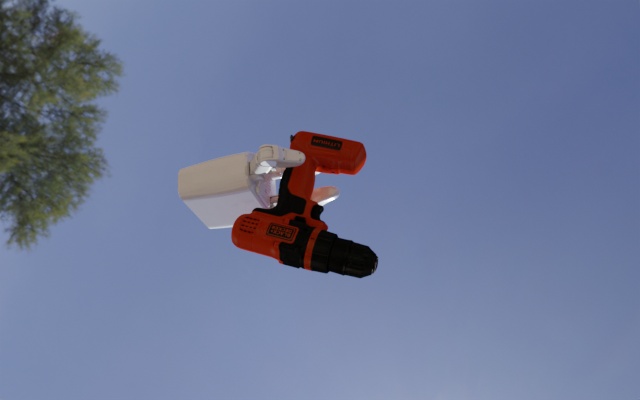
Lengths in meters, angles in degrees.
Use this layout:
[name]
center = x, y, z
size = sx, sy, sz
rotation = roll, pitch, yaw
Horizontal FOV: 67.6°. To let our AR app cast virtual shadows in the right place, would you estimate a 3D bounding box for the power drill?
[power drill]
center = 0.000, 0.002, 0.614
size = 0.184, 0.187, 0.057
rotation = 14, -34, 12
